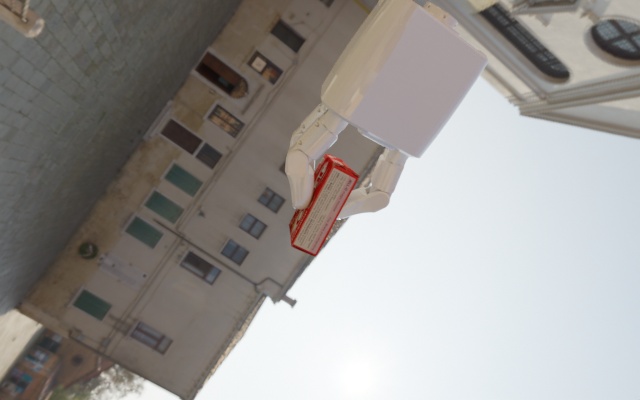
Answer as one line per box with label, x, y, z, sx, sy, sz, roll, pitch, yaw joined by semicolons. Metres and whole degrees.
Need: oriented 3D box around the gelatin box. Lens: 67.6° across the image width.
gelatin box;0.000;0.002;0.470;0.030;0.089;0.073;26;9;-11
